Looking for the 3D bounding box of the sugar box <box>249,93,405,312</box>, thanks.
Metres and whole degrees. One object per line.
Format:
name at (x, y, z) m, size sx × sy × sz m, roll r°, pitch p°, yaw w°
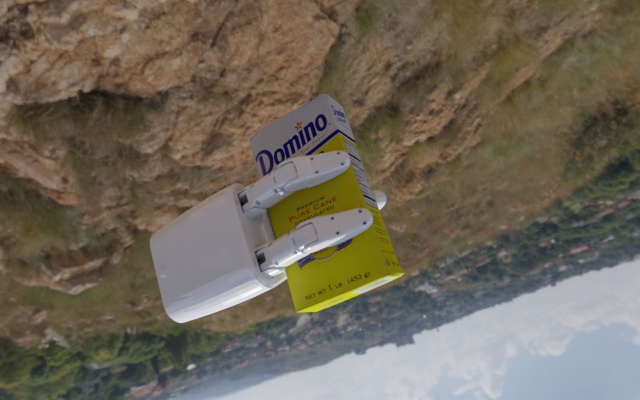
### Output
sugar box at (0.000, 0.001, 0.432) m, size 0.093 × 0.176 × 0.048 m, roll -27°, pitch -19°, yaw 21°
